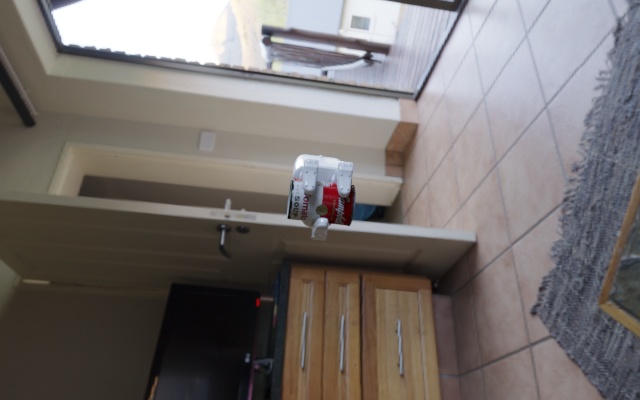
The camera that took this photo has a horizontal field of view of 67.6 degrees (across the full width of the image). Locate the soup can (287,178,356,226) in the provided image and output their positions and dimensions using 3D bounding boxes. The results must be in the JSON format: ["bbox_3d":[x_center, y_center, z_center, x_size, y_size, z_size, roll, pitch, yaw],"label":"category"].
[{"bbox_3d":[0.000,0.003,0.768,0.102,0.068,0.068,7,-1,-6],"label":"soup can"}]
